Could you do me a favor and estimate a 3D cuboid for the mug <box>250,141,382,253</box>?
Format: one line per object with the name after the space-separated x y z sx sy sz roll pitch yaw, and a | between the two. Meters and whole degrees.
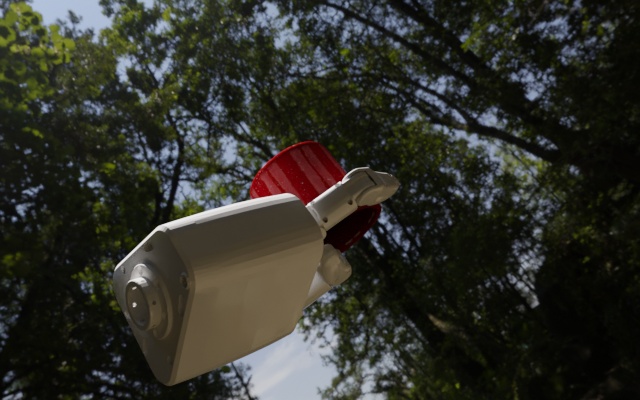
0.001 0.001 0.426 0.117 0.081 0.093 -14 -30 -46 | mug
